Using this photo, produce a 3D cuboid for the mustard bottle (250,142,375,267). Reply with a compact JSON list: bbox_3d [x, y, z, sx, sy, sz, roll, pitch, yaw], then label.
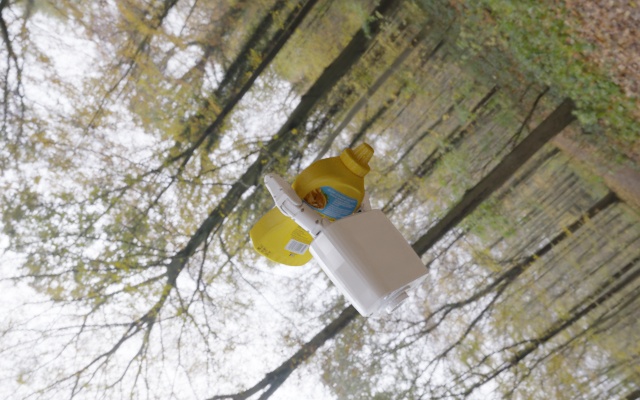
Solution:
[{"bbox_3d":[0.000,0.002,0.613,0.096,0.192,0.058,25,27,-38],"label":"mustard bottle"}]
